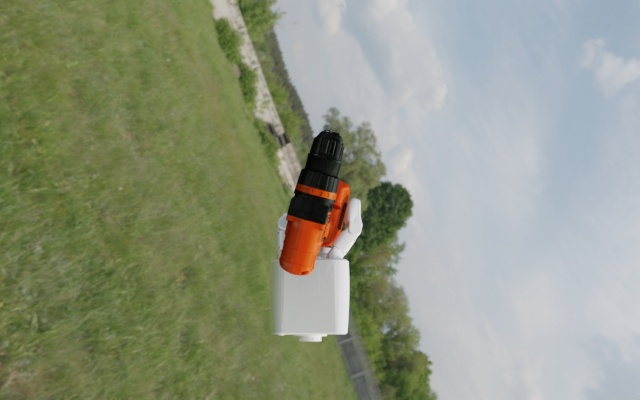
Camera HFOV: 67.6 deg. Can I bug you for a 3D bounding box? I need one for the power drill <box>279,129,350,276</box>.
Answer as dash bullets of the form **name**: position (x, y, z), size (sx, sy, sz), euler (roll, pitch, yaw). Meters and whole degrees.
- **power drill**: position (0.000, 0.002, 0.659), size (0.057, 0.184, 0.187), euler (17, 3, 10)
